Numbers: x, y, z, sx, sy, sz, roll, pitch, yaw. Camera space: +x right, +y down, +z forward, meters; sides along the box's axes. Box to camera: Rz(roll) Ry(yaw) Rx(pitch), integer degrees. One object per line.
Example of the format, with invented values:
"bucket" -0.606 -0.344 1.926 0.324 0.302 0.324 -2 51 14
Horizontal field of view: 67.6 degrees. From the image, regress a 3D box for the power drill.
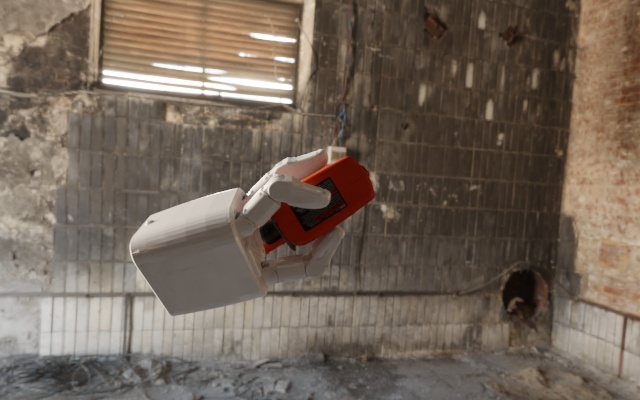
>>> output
"power drill" 0.000 0.002 0.562 0.184 0.057 0.188 -34 0 -12
